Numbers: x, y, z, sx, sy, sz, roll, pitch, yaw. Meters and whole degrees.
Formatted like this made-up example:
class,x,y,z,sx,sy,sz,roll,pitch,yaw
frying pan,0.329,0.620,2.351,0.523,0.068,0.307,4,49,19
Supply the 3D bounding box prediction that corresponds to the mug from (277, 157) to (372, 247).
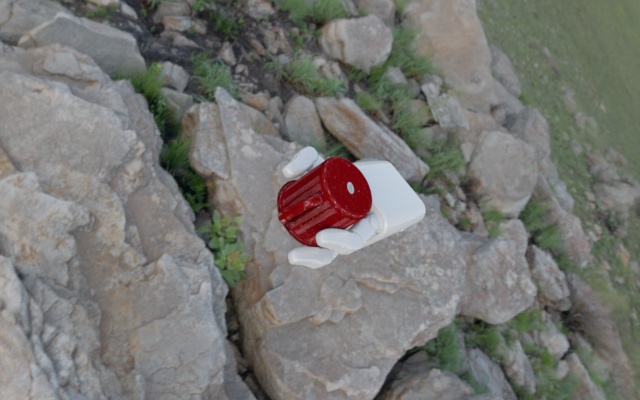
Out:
class,x,y,z,sx,sy,sz,roll,pitch,yaw
mug,-0.001,0.002,0.567,0.117,0.093,0.081,-15,-14,-48
